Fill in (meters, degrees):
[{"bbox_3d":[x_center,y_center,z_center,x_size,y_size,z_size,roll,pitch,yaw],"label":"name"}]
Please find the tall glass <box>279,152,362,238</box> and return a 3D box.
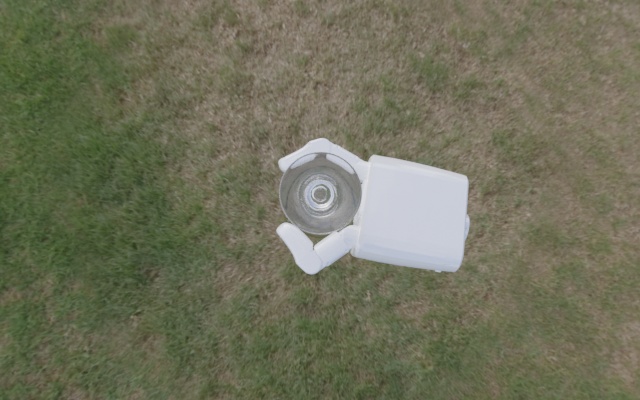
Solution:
[{"bbox_3d":[0.000,0.002,0.524,0.079,0.079,0.201,0,-5,0],"label":"tall glass"}]
